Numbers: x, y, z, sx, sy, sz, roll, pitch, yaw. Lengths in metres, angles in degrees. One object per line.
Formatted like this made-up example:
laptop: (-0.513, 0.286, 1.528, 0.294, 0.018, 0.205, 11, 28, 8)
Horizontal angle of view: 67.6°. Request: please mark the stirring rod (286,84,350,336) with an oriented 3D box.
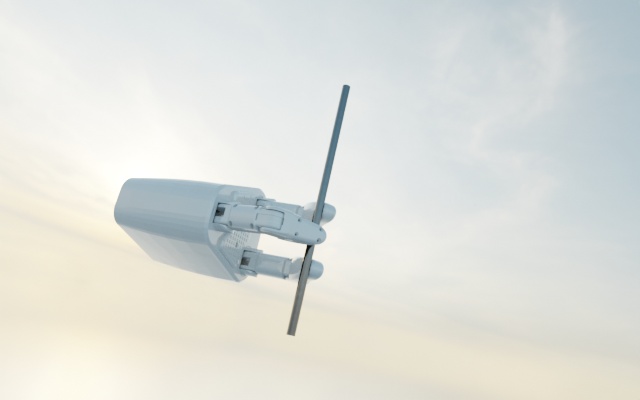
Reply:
stirring rod: (0.000, 0.001, 0.437, 0.011, 0.239, 0.011, 12, -15, 3)
